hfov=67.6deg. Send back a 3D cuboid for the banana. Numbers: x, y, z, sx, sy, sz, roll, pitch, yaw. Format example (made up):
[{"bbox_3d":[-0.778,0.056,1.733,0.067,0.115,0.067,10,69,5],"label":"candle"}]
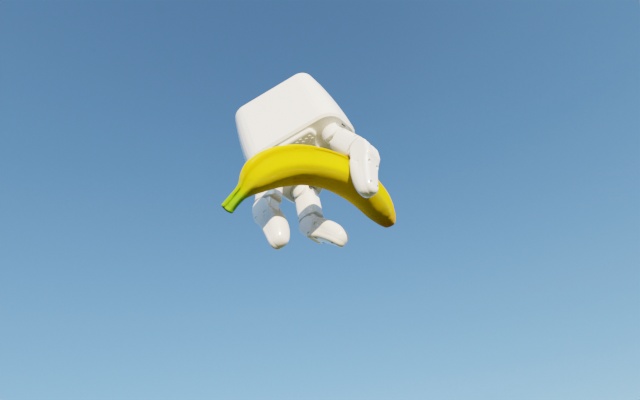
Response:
[{"bbox_3d":[0.003,-0.015,0.458,0.198,0.070,0.037,8,23,-33],"label":"banana"}]
